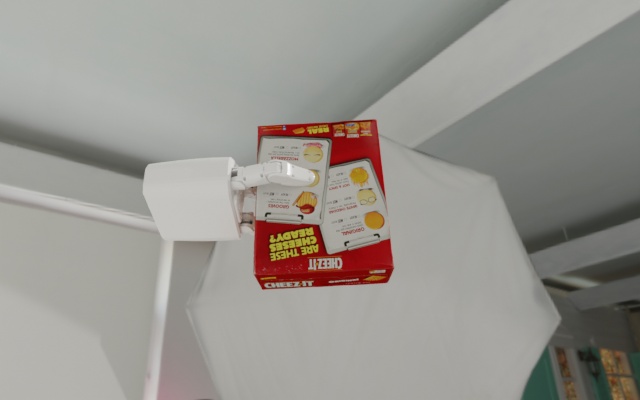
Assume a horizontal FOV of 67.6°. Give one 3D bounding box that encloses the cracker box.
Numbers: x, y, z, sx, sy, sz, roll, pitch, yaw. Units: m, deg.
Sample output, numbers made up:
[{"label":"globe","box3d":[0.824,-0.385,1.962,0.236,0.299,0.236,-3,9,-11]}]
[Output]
[{"label":"cracker box","box3d":[0.000,0.002,0.620,0.164,0.213,0.072,-3,-27,1]}]
